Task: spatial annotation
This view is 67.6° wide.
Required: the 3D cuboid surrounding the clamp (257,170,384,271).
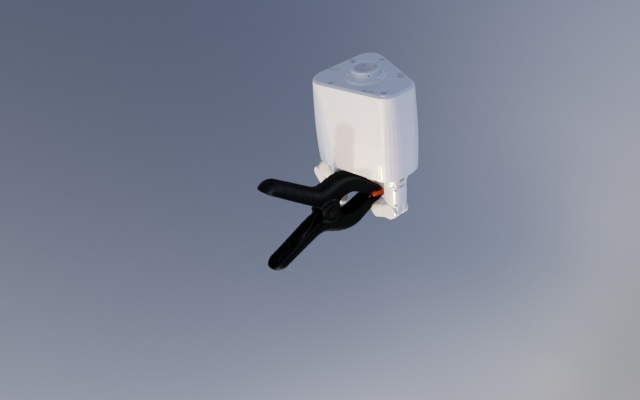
[{"bbox_3d":[0.001,0.002,0.574,0.171,0.120,0.039,-30,44,-22],"label":"clamp"}]
